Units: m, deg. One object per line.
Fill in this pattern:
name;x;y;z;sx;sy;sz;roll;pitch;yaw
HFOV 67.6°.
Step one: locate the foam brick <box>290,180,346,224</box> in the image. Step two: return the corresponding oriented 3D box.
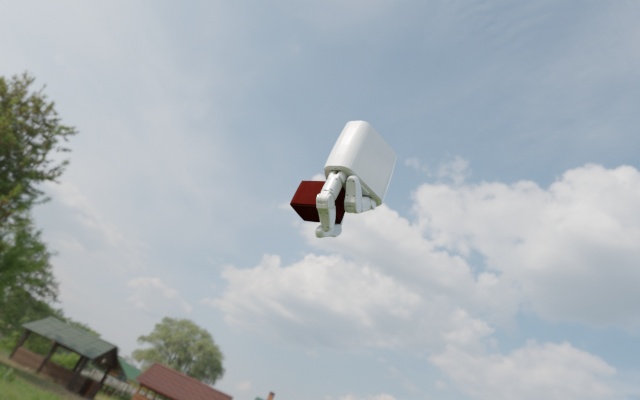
foam brick;0.000;0.003;0.797;0.078;0.051;0.053;3;-33;33
